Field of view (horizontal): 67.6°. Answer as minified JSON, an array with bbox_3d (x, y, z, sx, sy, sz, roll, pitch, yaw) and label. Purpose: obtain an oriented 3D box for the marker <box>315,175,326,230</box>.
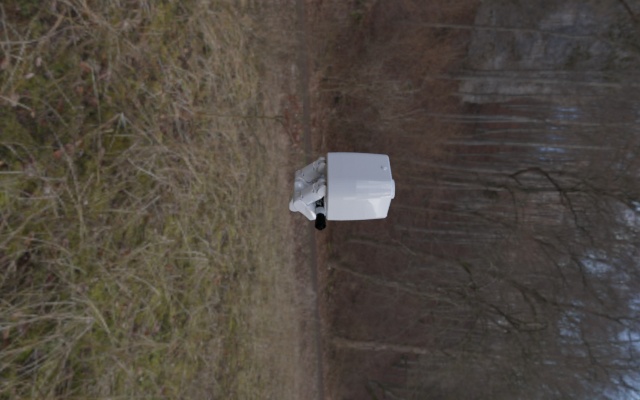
[{"bbox_3d":[0.000,0.003,0.820,0.020,0.121,0.020,0,-44,0],"label":"marker"}]
